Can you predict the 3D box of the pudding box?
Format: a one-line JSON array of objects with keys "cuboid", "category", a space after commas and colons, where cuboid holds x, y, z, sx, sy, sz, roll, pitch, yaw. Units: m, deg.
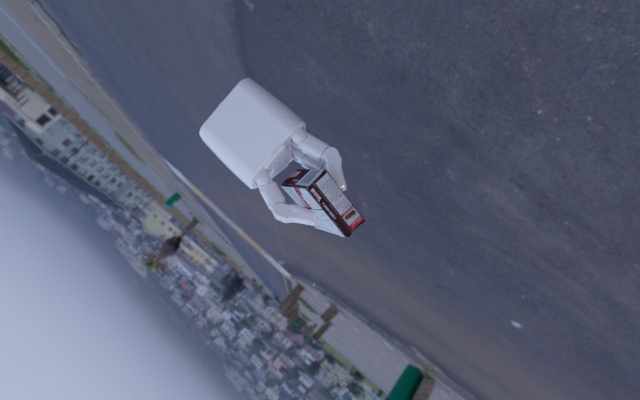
[{"cuboid": [0.000, 0.002, 0.647, 0.039, 0.090, 0.113, -44, 17, -12], "category": "pudding box"}]
